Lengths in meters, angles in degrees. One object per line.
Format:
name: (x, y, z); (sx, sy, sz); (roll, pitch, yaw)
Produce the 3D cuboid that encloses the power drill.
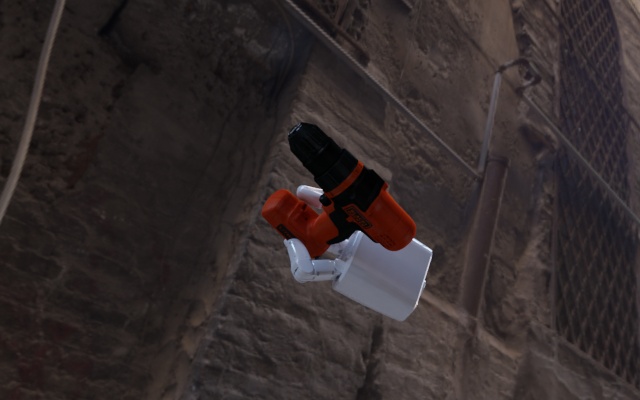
power drill: (0.000, 0.002, 0.584); (0.057, 0.184, 0.188); (-52, 15, -30)
